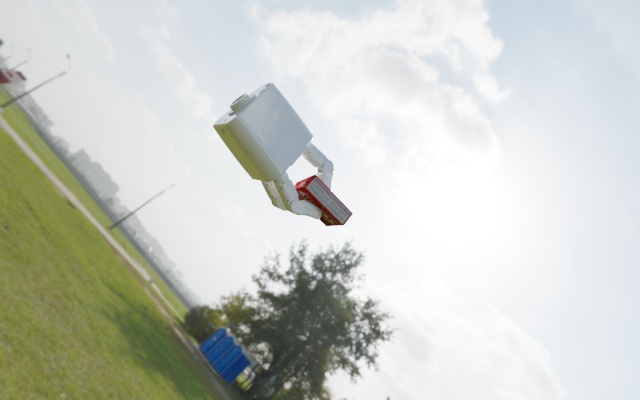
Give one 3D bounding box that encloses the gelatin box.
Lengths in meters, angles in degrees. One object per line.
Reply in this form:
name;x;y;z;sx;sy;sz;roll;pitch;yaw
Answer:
gelatin box;0.001;0.002;0.756;0.089;0.030;0.073;45;-17;-12
